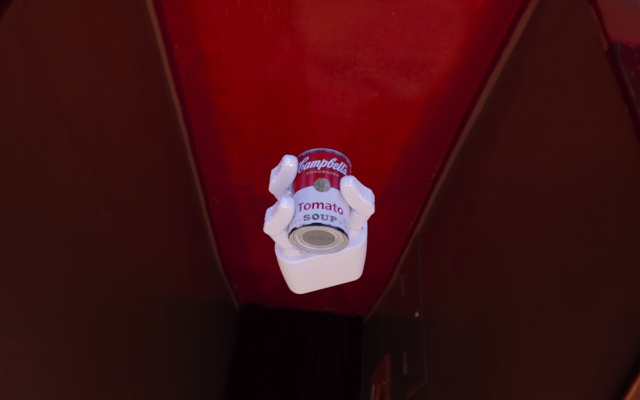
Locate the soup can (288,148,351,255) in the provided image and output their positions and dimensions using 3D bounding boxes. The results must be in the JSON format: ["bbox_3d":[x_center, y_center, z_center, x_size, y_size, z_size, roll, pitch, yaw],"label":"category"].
[{"bbox_3d":[0.000,0.002,0.541,0.068,0.102,0.069,3,-33,2],"label":"soup can"}]
